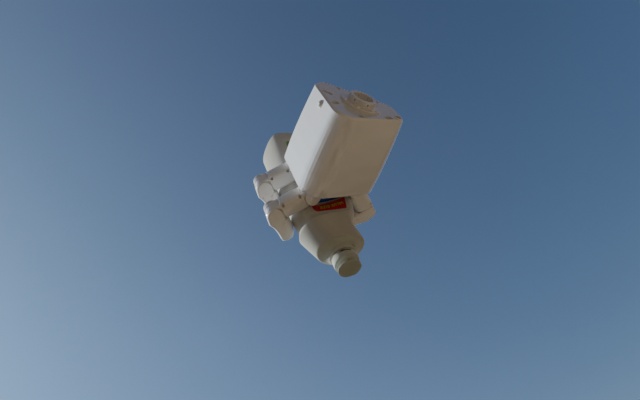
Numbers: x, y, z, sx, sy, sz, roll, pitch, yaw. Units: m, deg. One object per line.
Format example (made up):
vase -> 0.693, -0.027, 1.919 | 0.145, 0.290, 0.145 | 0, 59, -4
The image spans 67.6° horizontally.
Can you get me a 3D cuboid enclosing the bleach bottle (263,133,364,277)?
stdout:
bleach bottle -> 0.000, 0.002, 0.632 | 0.102, 0.068, 0.250 | 6, 34, -28
